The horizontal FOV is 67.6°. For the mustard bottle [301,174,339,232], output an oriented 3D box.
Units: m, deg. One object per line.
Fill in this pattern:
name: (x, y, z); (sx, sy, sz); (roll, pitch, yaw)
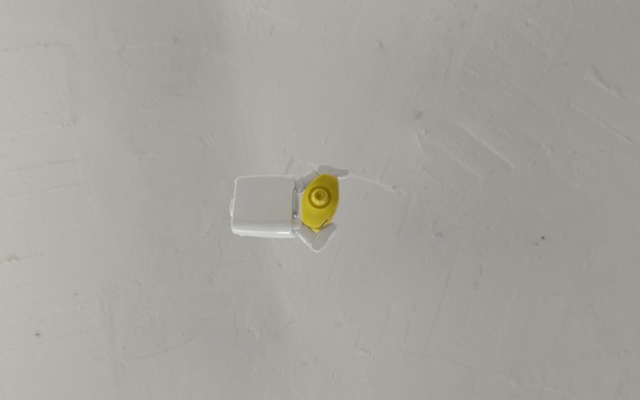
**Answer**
mustard bottle: (0.000, 0.003, 0.836); (0.058, 0.096, 0.191); (25, -5, 4)
